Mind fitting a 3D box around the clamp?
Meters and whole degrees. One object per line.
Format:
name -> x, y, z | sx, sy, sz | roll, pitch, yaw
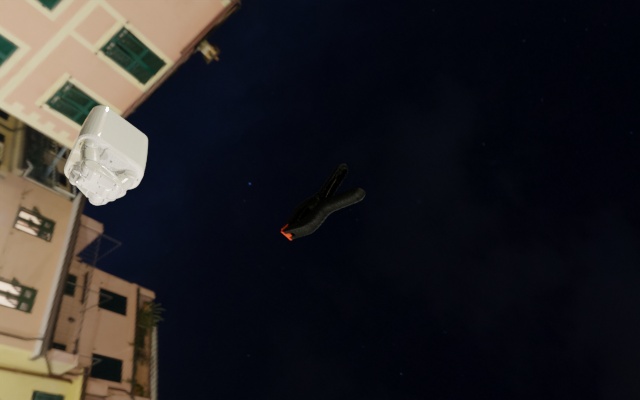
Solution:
clamp -> 0.000, 0.003, 0.868 | 0.171, 0.039, 0.120 | -33, 26, 14
